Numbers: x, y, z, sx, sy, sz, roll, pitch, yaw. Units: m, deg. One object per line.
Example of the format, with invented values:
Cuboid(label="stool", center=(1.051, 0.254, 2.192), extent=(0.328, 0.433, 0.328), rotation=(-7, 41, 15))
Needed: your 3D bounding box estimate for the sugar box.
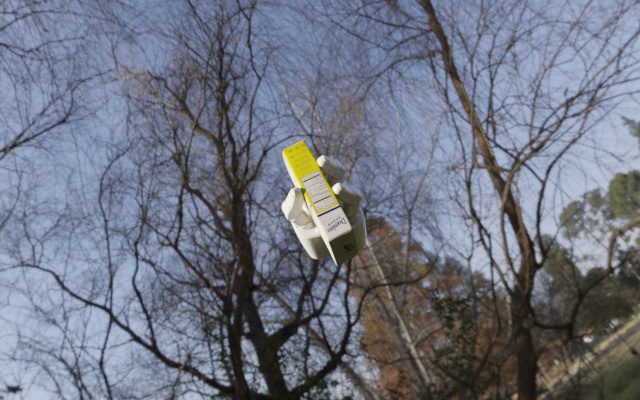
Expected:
Cuboid(label="sugar box", center=(0.001, 0.002, 0.726), extent=(0.048, 0.176, 0.093), rotation=(-27, -30, -5))
